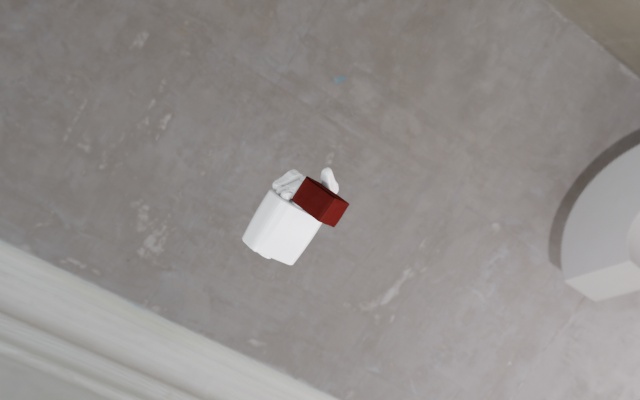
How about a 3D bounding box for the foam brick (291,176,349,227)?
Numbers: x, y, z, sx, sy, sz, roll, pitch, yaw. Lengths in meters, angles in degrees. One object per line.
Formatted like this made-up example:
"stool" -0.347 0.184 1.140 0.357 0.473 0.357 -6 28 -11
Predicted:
"foam brick" 0.000 0.003 0.832 0.078 0.051 0.053 37 7 36
